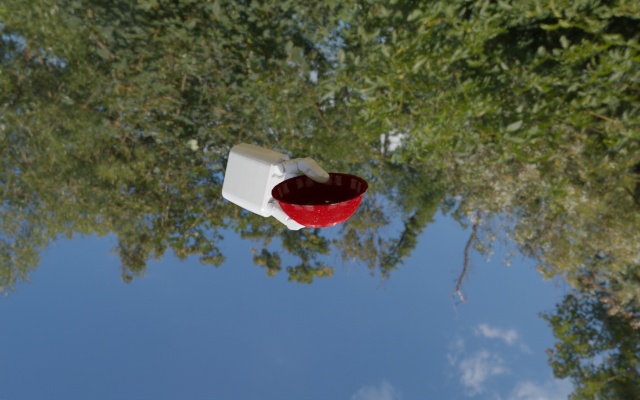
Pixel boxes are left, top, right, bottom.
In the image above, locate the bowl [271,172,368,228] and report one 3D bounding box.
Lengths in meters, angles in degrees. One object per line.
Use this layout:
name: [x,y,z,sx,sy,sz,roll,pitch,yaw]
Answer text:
bowl: [0.001,0.003,0.799,0.162,0.055,0.162,-4,21,2]
